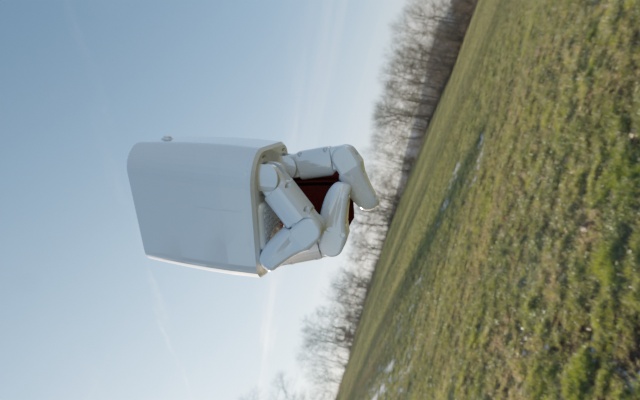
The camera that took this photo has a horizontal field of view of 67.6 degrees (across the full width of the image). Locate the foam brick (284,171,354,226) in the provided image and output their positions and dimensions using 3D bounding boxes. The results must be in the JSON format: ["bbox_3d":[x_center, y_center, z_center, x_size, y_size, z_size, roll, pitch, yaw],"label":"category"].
[{"bbox_3d":[0.000,0.001,0.438,0.051,0.053,0.078,-1,11,12],"label":"foam brick"}]
